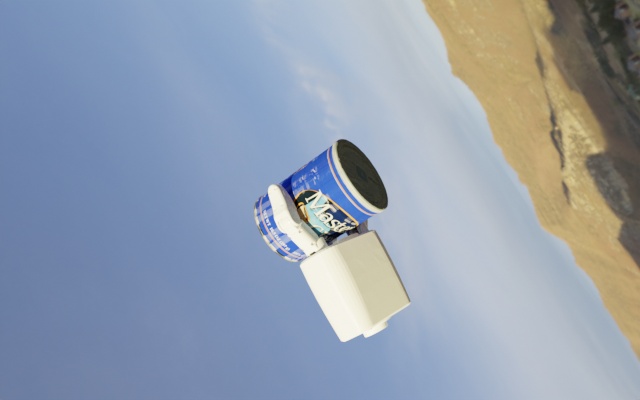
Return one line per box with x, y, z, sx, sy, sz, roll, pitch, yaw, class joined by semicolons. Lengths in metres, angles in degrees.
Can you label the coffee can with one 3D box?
0.000;0.002;0.613;0.140;0.102;0.103;-34;-16;26;coffee can
